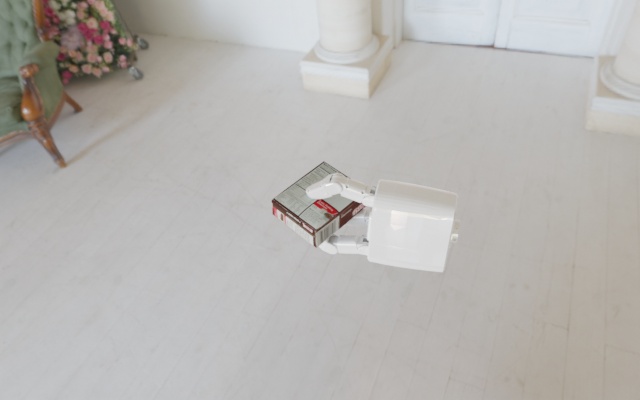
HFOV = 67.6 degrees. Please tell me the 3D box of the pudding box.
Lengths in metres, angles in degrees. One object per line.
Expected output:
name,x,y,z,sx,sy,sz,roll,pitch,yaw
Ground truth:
pudding box,0.000,0.002,0.687,0.090,0.039,0.113,35,54,28
